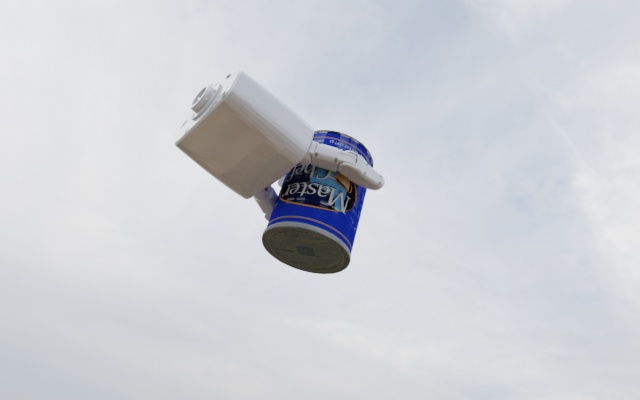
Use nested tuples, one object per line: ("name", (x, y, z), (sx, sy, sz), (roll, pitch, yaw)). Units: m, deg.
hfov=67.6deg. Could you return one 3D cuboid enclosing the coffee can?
("coffee can", (0.000, 0.002, 0.570), (0.103, 0.140, 0.103), (12, -33, 8))
